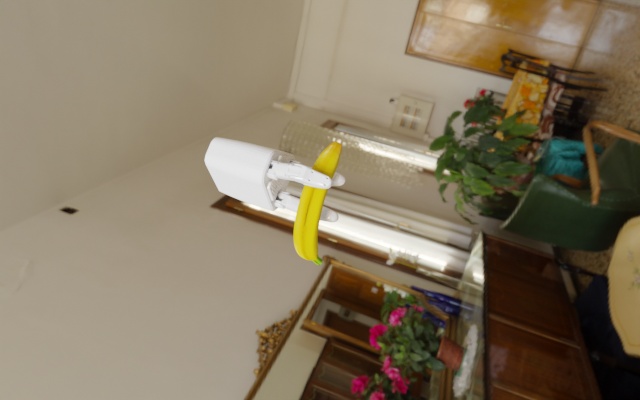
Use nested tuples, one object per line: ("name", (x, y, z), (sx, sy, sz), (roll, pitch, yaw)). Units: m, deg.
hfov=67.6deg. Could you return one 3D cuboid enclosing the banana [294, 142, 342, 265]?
("banana", (-0.008, 0.008, 0.720), (0.037, 0.198, 0.069), (16, 13, 22))
